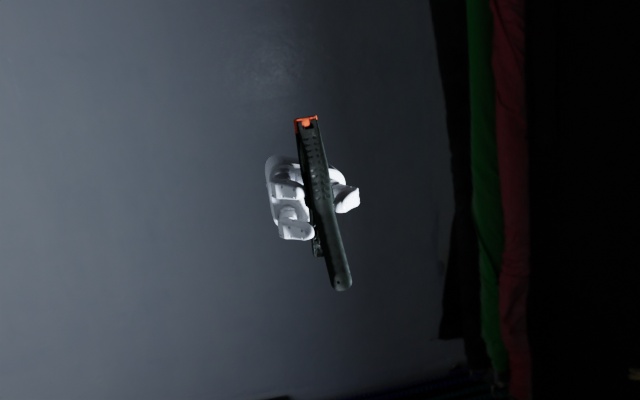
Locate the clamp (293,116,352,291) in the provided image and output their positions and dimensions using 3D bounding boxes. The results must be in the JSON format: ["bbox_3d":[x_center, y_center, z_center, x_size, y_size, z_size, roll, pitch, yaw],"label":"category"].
[{"bbox_3d":[0.001,0.001,0.598,0.036,0.210,0.164,-11,16,-9],"label":"clamp"}]
